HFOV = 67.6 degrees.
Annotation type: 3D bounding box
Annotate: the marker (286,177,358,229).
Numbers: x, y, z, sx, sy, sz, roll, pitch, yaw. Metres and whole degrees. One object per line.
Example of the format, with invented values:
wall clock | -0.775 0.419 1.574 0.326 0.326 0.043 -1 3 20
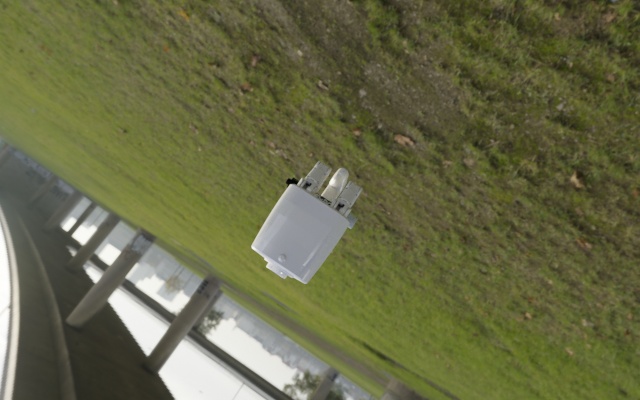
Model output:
marker | 0.000 0.002 0.716 0.121 0.020 0.020 33 3 5
